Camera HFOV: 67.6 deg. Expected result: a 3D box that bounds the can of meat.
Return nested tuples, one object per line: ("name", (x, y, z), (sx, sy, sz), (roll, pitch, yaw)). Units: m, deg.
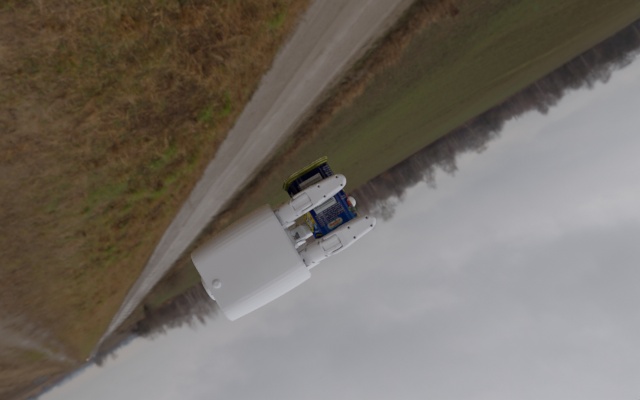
("can of meat", (0.000, 0.002, 0.579), (0.057, 0.084, 0.102), (-31, -2, -8))
